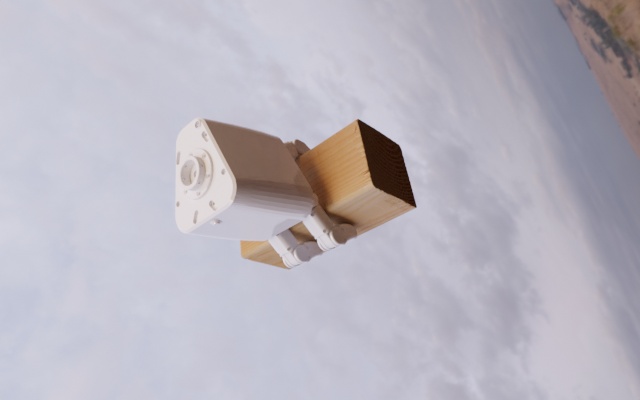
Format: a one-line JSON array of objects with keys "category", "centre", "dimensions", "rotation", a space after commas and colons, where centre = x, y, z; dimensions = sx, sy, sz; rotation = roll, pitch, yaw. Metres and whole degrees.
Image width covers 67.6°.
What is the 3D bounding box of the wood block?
[{"category": "wood block", "centre": [0.000, 0.002, 0.585], "dimensions": [0.206, 0.090, 0.090], "rotation": [-29, -34, 33]}]
